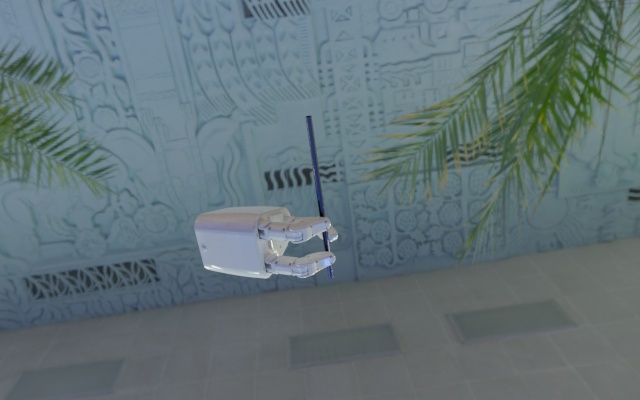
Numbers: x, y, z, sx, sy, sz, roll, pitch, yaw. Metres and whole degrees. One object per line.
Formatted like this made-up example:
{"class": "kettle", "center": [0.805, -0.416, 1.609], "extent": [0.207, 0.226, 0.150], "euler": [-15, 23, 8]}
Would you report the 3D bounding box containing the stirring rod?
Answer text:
{"class": "stirring rod", "center": [0.000, 0.002, 0.659], "extent": [0.011, 0.240, 0.011], "euler": [-7, 22, 3]}
